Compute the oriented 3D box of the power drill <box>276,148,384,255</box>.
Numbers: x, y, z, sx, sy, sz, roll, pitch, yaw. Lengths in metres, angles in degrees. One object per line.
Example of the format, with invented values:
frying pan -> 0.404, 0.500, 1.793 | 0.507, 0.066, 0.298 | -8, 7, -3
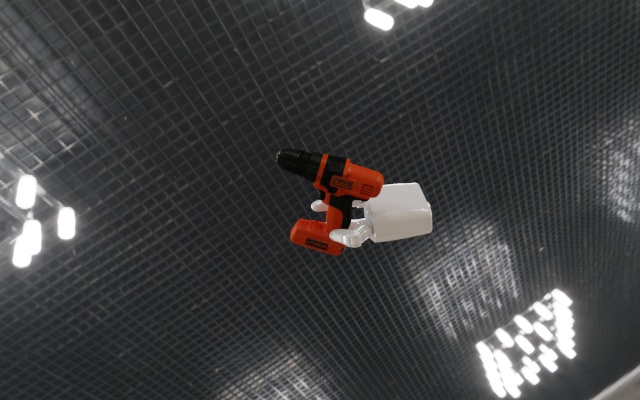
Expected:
power drill -> 0.000, 0.003, 0.842 | 0.184, 0.188, 0.057 | 17, 40, 1
